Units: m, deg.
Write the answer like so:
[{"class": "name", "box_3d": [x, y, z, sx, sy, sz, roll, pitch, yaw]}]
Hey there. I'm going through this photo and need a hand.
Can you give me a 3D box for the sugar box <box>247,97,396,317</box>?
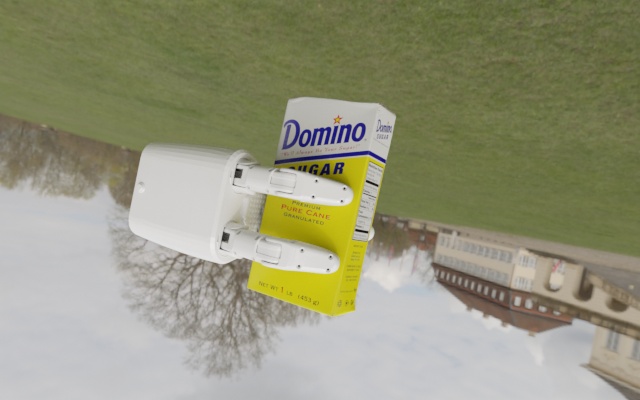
[{"class": "sugar box", "box_3d": [0.000, 0.001, 0.415, 0.093, 0.176, 0.048, 11, 1, 30]}]
